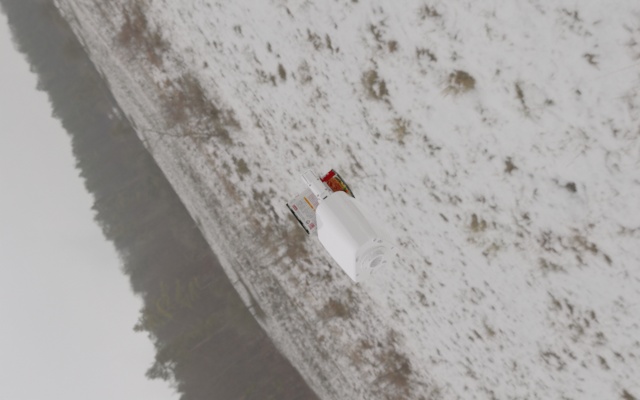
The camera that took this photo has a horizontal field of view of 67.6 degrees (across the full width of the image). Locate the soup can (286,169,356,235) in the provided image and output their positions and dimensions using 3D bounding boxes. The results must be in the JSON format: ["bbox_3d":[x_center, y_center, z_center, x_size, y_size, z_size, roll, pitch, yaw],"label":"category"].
[{"bbox_3d":[0.000,0.002,0.820,0.102,0.068,0.068,-37,3,-3],"label":"soup can"}]
